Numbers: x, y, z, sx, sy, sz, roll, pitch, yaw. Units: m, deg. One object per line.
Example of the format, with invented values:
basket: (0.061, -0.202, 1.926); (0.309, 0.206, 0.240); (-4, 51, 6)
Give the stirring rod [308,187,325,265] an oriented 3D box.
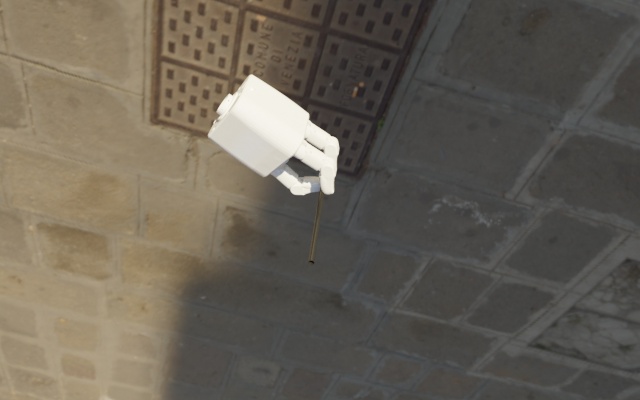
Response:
stirring rod: (0.000, 0.002, 0.707); (0.011, 0.011, 0.239); (0, 40, 8)
